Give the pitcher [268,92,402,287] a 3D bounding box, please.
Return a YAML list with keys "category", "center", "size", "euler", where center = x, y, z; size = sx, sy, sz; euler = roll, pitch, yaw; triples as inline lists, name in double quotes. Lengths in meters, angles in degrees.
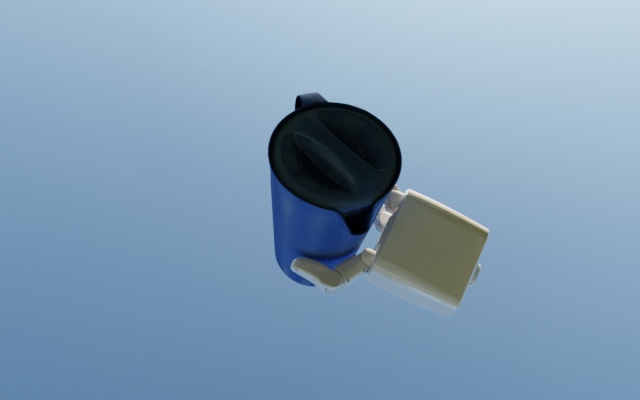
- category: "pitcher"
  center: [0.000, 0.002, 0.571]
  size: [0.145, 0.149, 0.243]
  euler: [26, -31, 8]
